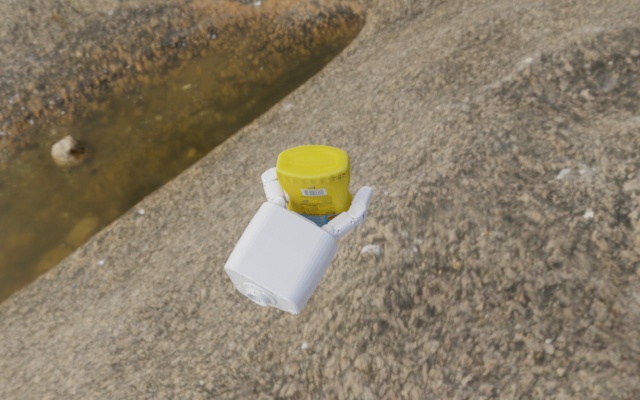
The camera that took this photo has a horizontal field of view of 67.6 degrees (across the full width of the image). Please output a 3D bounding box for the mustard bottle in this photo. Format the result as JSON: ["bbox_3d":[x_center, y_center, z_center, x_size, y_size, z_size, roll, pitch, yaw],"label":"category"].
[{"bbox_3d":[0.000,0.002,0.686,0.096,0.058,0.192,-2,-35,7],"label":"mustard bottle"}]
